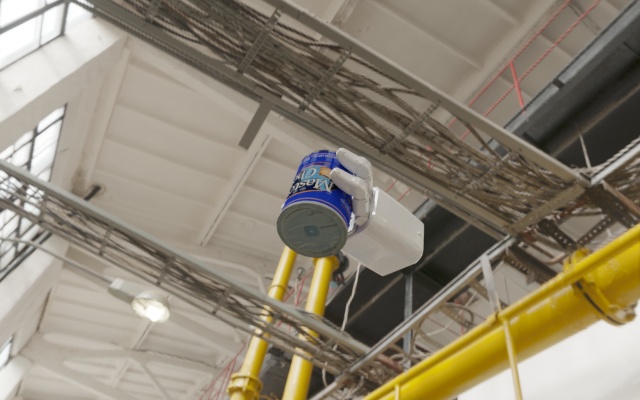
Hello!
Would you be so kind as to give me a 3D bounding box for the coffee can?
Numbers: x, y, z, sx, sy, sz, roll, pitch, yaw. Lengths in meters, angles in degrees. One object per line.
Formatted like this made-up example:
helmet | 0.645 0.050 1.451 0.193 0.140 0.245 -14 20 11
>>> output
coffee can | 0.000 0.002 0.726 0.103 0.103 0.140 0 38 13
